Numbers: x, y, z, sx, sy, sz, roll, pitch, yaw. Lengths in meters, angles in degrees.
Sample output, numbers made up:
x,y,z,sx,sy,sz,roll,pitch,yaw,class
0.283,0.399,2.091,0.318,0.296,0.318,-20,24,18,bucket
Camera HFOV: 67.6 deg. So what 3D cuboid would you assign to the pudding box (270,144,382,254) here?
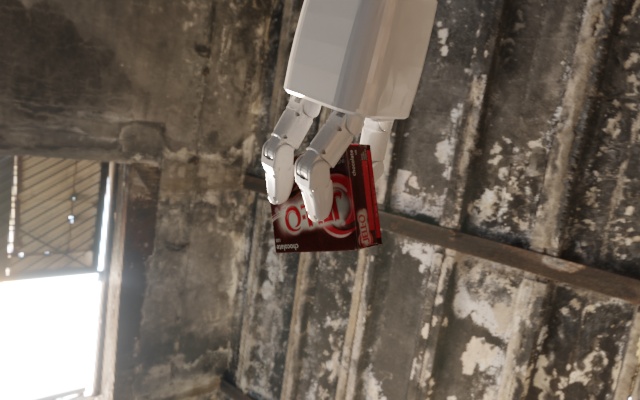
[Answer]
x,y,z,sx,sy,sz,roll,pitch,yaw,class
0.000,0.001,0.440,0.039,0.090,0.113,-4,-4,-41,pudding box
